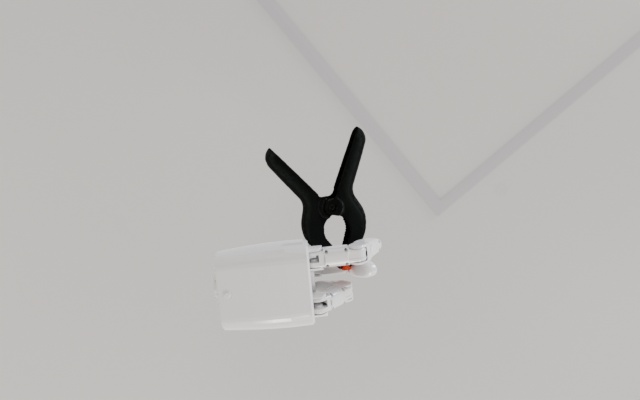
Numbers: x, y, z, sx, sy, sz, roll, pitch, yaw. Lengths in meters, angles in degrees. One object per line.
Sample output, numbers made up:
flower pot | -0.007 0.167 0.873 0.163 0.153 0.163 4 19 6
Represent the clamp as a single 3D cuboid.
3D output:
clamp | 0.000 0.002 0.573 0.120 0.171 0.039 -5 6 -2
